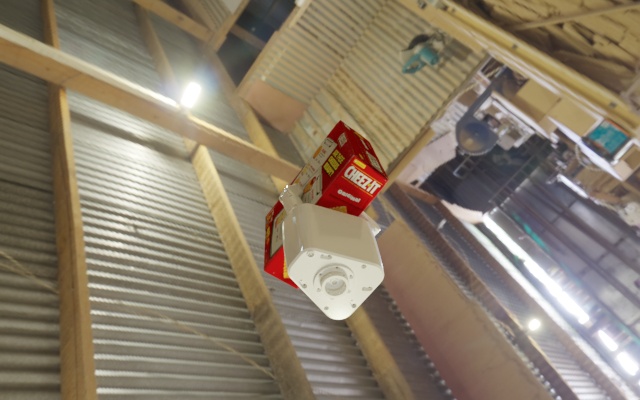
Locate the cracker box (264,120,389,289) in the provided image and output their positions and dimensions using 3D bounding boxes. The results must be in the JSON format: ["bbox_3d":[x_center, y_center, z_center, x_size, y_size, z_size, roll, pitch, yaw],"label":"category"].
[{"bbox_3d":[0.000,0.002,0.723,0.072,0.214,0.164,33,19,-19],"label":"cracker box"}]
